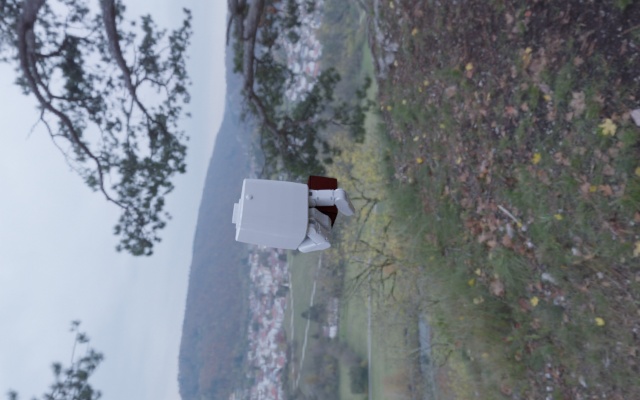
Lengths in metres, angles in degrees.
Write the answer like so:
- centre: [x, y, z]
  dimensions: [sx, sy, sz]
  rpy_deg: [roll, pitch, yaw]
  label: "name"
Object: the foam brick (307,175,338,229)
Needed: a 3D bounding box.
- centre: [0.000, 0.003, 0.836]
  dimensions: [0.051, 0.078, 0.053]
  rpy_deg: [7, -37, -9]
  label: "foam brick"
